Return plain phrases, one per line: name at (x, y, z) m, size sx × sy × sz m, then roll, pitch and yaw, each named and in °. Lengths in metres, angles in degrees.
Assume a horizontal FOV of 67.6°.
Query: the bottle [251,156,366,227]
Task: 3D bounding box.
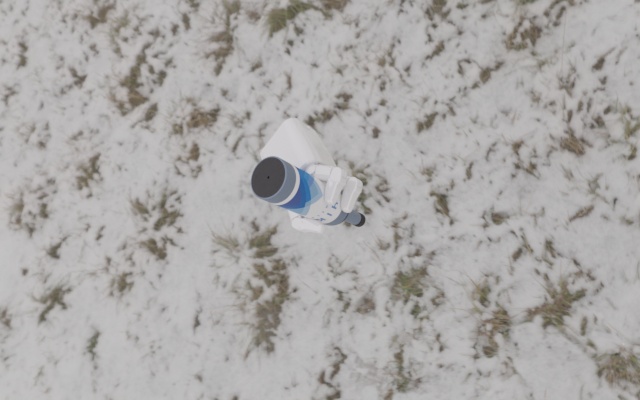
bottle at (0.000, 0.003, 0.815) m, size 0.069 × 0.069 × 0.296 m, roll 0°, pitch -14°, yaw 32°
